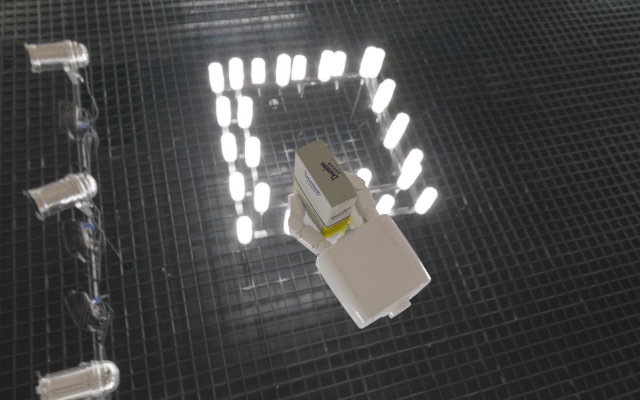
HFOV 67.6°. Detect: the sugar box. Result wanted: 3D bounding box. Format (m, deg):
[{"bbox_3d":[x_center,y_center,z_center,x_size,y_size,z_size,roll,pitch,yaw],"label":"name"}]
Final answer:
[{"bbox_3d":[0.001,0.002,0.662,0.048,0.093,0.176,-25,-20,-19],"label":"sugar box"}]
